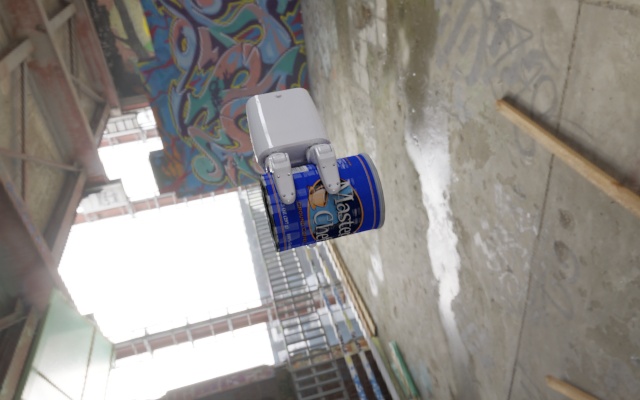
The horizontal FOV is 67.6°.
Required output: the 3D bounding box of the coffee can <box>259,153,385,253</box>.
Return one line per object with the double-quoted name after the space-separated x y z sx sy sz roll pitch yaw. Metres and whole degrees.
0.000 0.002 0.618 0.140 0.103 0.103 -13 2 -9 "coffee can"
